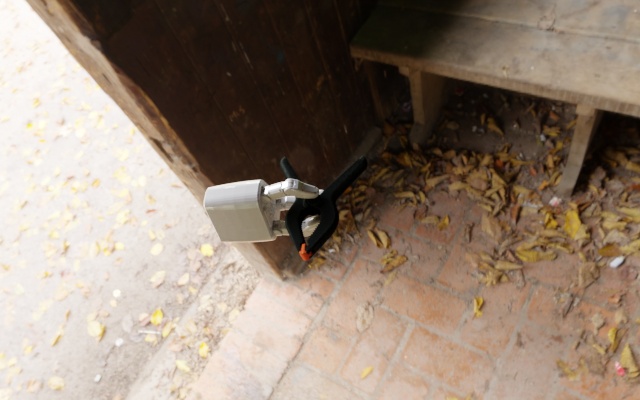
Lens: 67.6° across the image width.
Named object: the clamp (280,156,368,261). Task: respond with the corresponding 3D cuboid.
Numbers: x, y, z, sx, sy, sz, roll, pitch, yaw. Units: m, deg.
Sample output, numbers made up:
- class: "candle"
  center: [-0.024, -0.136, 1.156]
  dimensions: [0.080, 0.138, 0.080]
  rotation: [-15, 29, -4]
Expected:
- class: "clamp"
  center: [0.000, 0.003, 0.829]
  dimensions: [0.164, 0.209, 0.036]
  rotation: [-5, -34, 13]
